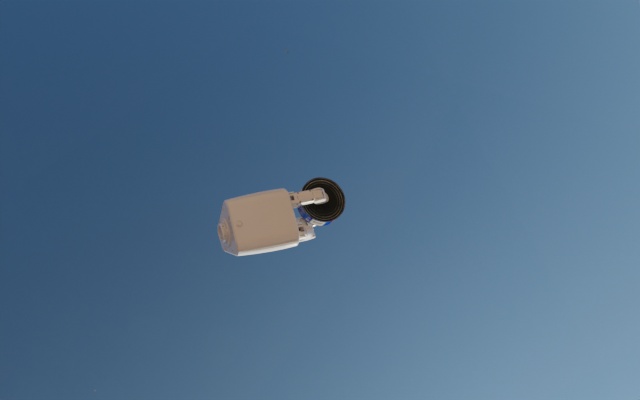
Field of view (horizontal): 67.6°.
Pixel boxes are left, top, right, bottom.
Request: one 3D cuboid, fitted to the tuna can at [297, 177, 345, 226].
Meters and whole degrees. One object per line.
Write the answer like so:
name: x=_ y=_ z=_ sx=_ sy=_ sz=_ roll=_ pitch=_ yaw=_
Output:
tuna can: x=0.000 y=0.003 z=0.880 sx=0.086 sy=0.086 sz=0.034 roll=0 pitch=-19 yaw=-19
